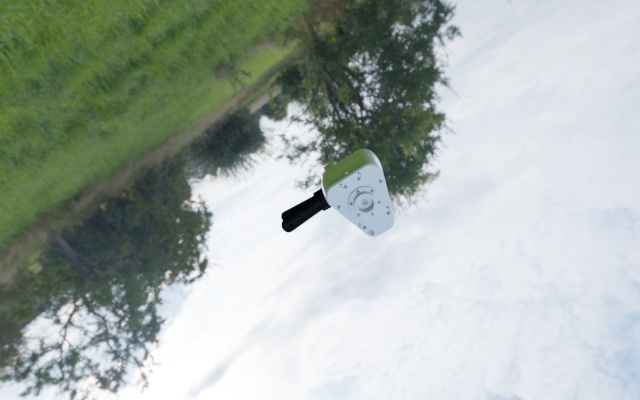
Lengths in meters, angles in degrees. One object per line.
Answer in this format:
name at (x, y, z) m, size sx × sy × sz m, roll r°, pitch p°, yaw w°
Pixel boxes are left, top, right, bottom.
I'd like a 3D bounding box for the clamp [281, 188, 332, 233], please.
clamp at (0.001, 0.003, 0.824) m, size 0.171 × 0.039 × 0.120 m, roll -32°, pitch 13°, yaw 8°
